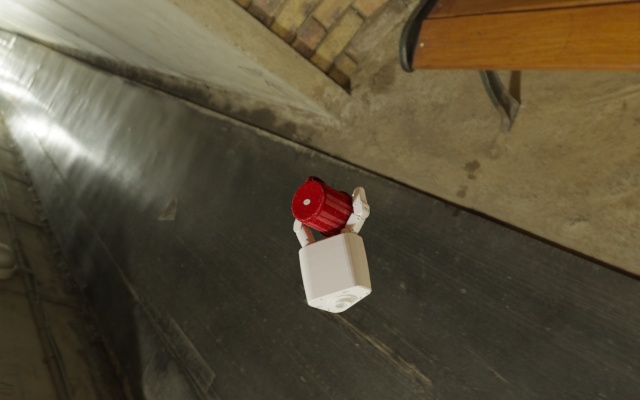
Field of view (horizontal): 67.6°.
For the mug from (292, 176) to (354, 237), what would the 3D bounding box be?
[{"bbox_3d":[0.000,0.002,0.887,0.093,0.117,0.081,-32,-38,29],"label":"mug"}]
